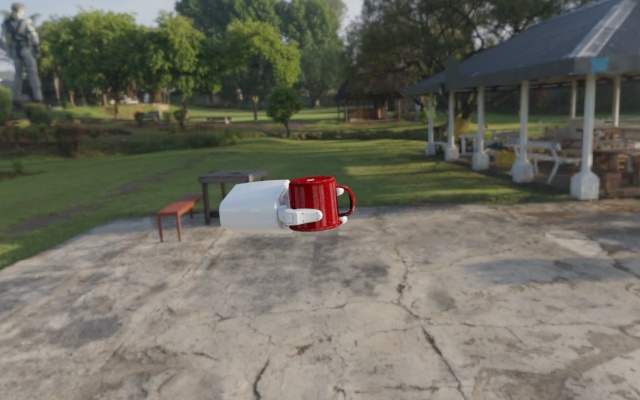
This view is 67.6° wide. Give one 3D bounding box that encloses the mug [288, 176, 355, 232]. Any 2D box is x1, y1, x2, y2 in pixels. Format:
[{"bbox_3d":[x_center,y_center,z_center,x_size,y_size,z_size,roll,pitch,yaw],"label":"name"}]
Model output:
[{"bbox_3d":[0.002,0.002,0.816,0.117,0.081,0.093,-3,10,11],"label":"mug"}]
